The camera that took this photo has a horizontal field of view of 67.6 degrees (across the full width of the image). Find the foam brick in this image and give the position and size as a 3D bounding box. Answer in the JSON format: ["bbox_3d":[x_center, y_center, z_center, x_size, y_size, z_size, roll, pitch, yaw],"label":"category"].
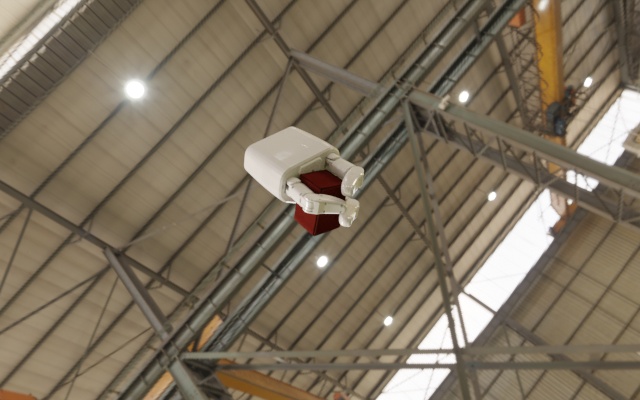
[{"bbox_3d":[0.000,0.003,0.704,0.053,0.078,0.051,-14,36,-38],"label":"foam brick"}]
